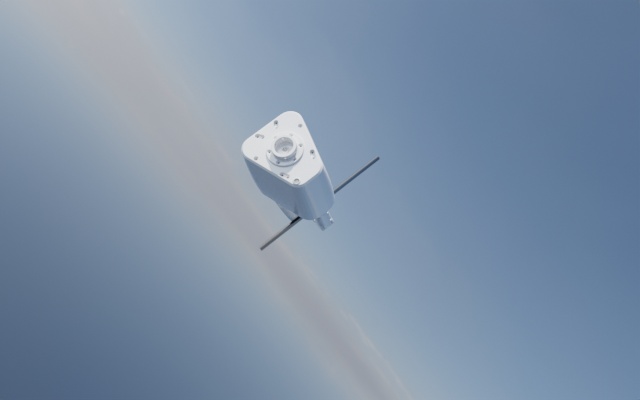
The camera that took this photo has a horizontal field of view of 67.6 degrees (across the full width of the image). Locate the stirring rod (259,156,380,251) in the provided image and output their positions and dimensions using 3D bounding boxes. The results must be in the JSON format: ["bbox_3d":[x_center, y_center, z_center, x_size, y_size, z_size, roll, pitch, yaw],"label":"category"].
[{"bbox_3d":[0.000,0.003,0.760,0.239,0.011,0.011,-38,7,-9],"label":"stirring rod"}]
